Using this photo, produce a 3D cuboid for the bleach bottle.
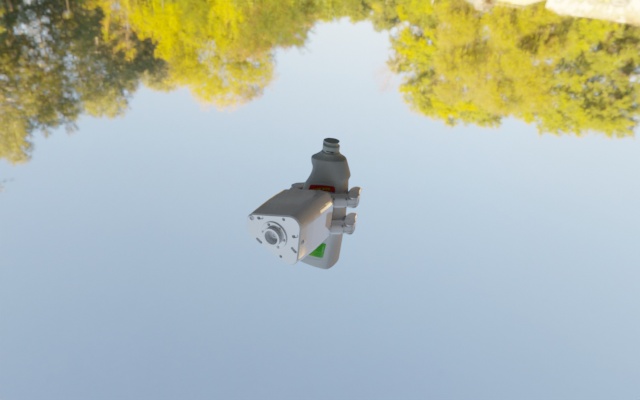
[{"bbox_3d":[0.000,0.003,0.893,0.102,0.251,0.068,19,30,23],"label":"bleach bottle"}]
